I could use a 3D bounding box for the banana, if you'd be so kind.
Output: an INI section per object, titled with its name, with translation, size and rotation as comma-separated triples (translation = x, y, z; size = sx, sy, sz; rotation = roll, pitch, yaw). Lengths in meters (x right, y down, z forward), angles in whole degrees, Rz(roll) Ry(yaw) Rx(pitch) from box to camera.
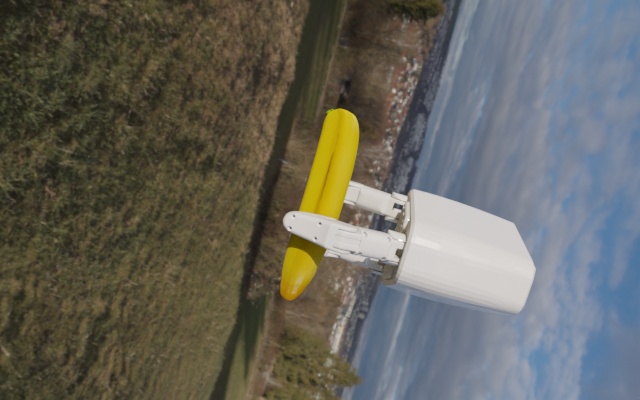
[banana]
translation = 0.003, -0.007, 0.433
size = 0.037, 0.197, 0.070
rotation = 16, -18, -3
